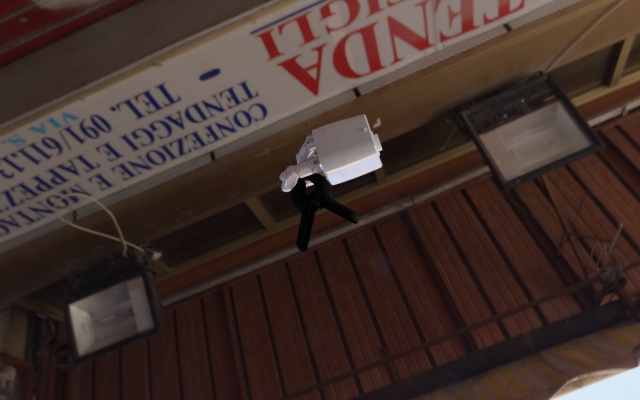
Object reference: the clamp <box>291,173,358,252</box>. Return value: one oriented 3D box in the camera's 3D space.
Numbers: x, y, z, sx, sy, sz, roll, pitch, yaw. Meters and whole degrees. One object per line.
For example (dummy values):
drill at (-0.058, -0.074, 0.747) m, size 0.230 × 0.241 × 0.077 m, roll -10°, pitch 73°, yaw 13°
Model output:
clamp at (0.000, 0.003, 0.877) m, size 0.120 × 0.171 × 0.039 m, roll -19°, pitch -33°, yaw 8°
